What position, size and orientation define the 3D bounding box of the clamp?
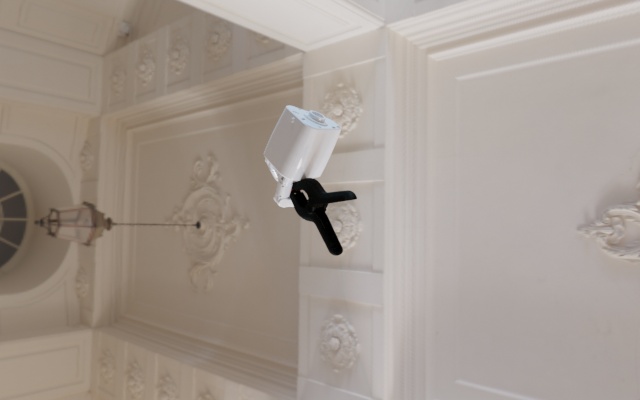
[{"bbox_3d":[0.000,0.003,0.846,0.039,0.120,0.171,-3,37,-44],"label":"clamp"}]
